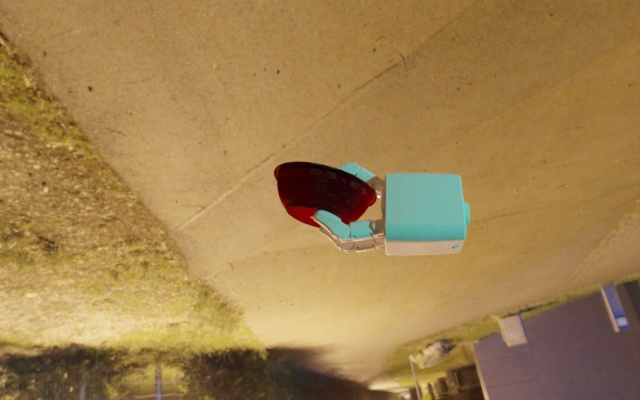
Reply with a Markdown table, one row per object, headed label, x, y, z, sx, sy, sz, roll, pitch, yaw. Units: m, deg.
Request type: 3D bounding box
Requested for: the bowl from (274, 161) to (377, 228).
| label | x | y | z | sx | sy | sz | roll | pitch | yaw |
| --- | --- | --- | --- | --- | --- | --- | --- | --- | --- |
| bowl | -0.001 | 0.003 | 0.715 | 0.162 | 0.055 | 0.162 | 14 | -19 | 5 |
